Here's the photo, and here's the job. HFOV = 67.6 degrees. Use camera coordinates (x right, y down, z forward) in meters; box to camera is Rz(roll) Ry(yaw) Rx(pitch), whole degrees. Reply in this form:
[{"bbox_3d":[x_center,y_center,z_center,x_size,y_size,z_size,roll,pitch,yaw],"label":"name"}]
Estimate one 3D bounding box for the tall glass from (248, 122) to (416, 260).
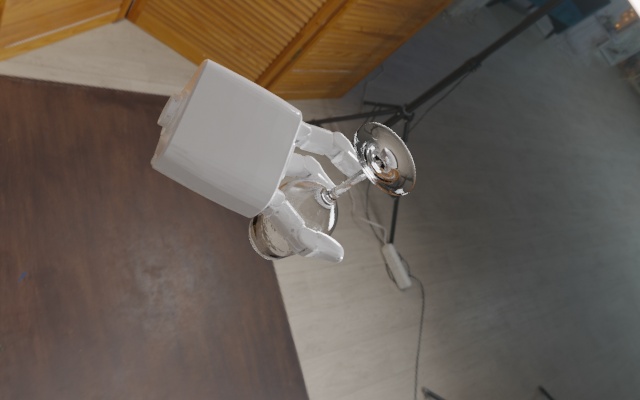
[{"bbox_3d":[0.001,0.001,0.498,0.079,0.079,0.201,0,-24,-40],"label":"tall glass"}]
